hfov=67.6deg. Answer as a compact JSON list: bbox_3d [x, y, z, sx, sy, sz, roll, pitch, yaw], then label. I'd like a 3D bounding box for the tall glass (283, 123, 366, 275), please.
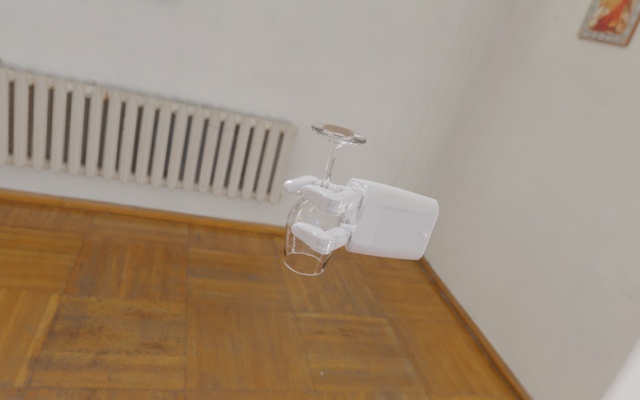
[{"bbox_3d":[0.000,0.001,0.653,0.079,0.201,0.079,13,22,-5],"label":"tall glass"}]
